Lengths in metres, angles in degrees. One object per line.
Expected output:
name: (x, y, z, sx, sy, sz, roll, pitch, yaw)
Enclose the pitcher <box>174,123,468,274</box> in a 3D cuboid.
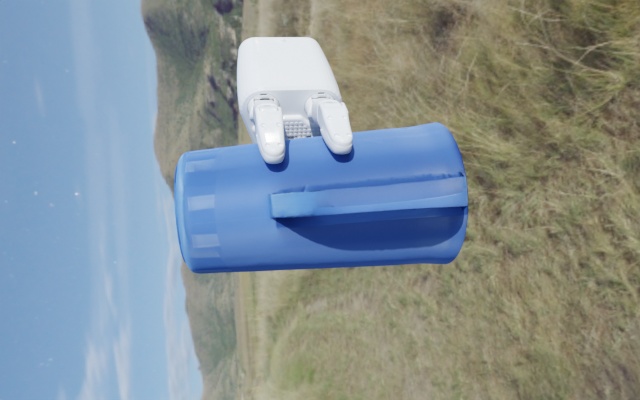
pitcher: (0.000, 0.001, 0.426, 0.243, 0.145, 0.149, -5, -44, -8)
